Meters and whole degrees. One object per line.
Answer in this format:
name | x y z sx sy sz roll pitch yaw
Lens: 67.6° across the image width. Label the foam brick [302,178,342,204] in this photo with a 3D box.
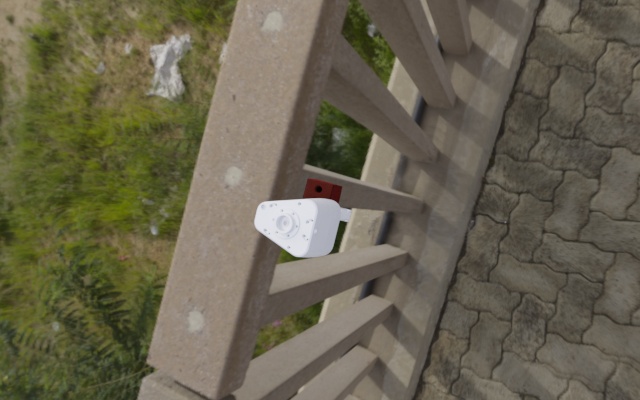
foam brick | 0.000 0.003 0.870 0.053 0.078 0.051 15 2 22
